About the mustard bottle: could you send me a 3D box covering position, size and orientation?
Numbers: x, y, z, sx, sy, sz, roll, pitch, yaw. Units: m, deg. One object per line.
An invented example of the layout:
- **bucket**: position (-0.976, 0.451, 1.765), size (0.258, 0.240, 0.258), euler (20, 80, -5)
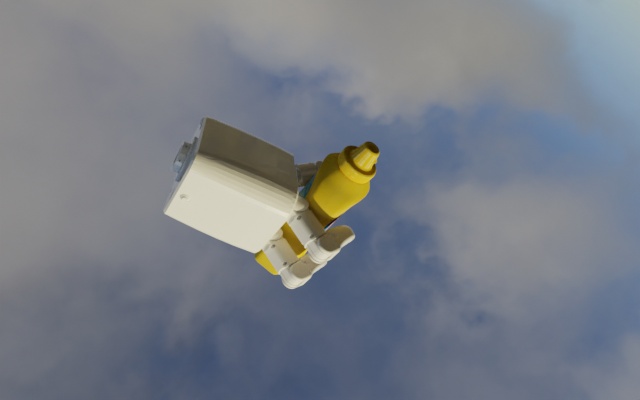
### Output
- **mustard bottle**: position (0.000, 0.002, 0.527), size (0.192, 0.058, 0.096), euler (-47, 3, 39)
